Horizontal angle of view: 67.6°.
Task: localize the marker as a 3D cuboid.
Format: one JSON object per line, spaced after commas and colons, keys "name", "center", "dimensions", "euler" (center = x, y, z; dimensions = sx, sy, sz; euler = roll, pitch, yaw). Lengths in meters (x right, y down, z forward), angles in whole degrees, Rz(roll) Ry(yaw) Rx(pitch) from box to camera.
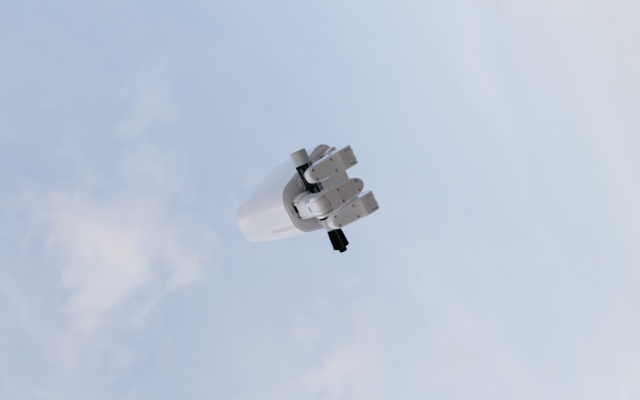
{"name": "marker", "center": [0.000, 0.002, 0.517], "dimensions": [0.020, 0.121, 0.020], "euler": [-25, 8, 4]}
